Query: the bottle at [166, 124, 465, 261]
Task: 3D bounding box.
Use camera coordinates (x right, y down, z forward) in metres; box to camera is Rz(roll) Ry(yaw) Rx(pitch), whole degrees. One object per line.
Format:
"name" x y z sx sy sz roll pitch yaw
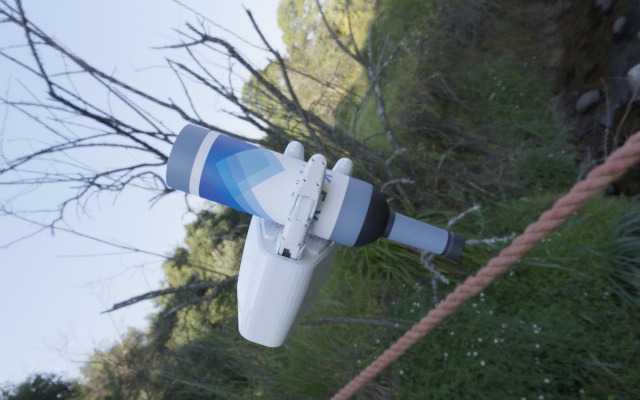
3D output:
"bottle" 0.000 0.001 0.476 0.296 0.069 0.069 18 -1 -1
